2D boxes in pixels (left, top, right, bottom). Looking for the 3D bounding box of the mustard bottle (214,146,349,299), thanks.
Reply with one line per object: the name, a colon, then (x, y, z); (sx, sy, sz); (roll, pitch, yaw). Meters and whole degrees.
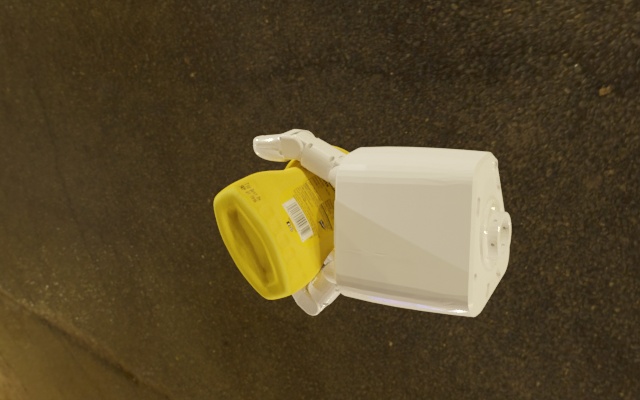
mustard bottle: (0.000, 0.002, 0.429); (0.058, 0.096, 0.191); (-27, 4, 42)
